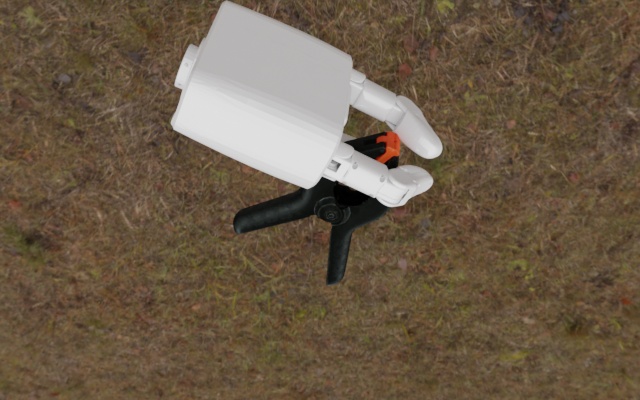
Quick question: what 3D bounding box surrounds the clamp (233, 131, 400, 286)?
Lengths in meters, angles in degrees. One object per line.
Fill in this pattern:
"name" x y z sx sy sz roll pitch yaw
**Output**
"clamp" 0.000 0.002 0.417 0.120 0.171 0.039 22 35 -16
